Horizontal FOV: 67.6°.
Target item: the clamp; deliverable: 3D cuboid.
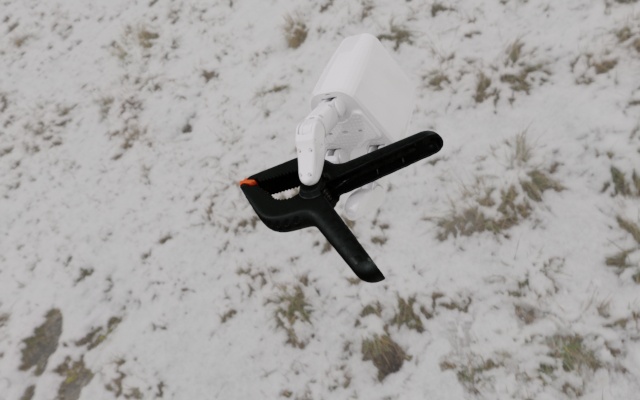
[{"bbox_3d":[-0.001,0.001,0.458,0.210,0.164,0.036,-1,-43,32],"label":"clamp"}]
